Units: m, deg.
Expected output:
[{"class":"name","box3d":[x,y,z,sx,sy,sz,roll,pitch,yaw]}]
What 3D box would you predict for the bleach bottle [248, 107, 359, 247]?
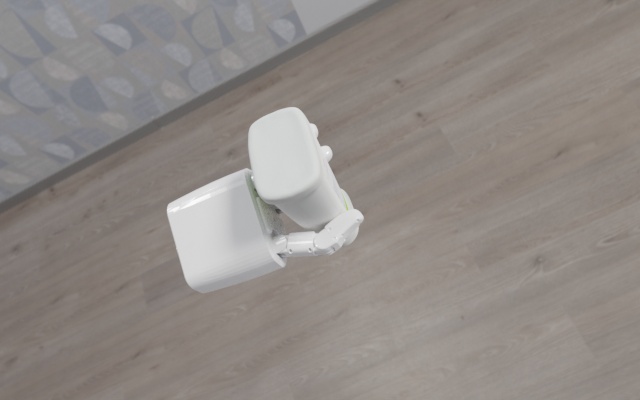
[{"class":"bleach bottle","box3d":[0.000,0.002,0.557,0.068,0.102,0.251,-20,-29,10]}]
